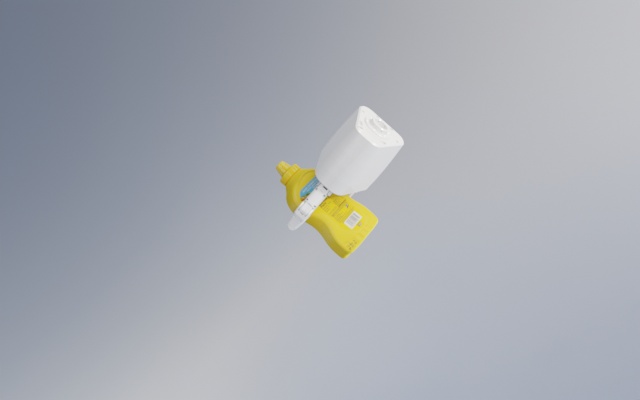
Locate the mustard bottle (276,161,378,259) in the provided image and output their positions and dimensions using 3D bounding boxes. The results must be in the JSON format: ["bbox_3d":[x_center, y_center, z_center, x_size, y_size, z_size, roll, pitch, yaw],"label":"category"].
[{"bbox_3d":[0.000,0.003,0.808,0.096,0.191,0.058,-46,-3,-34],"label":"mustard bottle"}]
